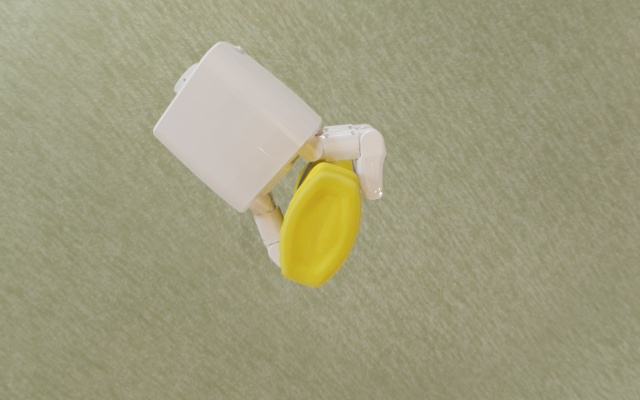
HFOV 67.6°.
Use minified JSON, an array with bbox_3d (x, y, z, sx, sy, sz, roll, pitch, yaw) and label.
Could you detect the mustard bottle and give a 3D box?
[{"bbox_3d":[0.000,0.002,0.453,0.058,0.096,0.191,17,13,-4],"label":"mustard bottle"}]
